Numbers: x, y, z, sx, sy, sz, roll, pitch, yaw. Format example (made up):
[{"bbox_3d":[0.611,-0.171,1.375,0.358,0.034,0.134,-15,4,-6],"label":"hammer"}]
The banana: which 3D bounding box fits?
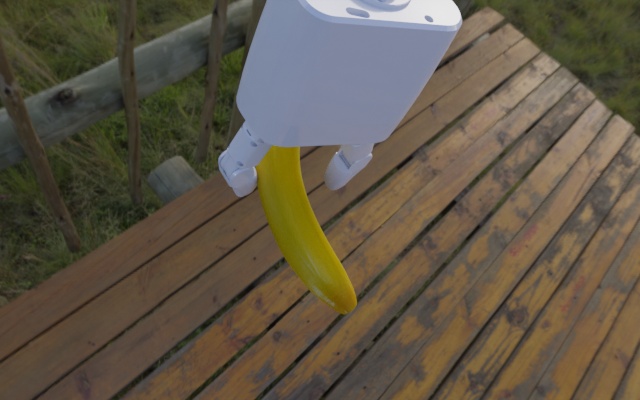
[{"bbox_3d":[-0.018,-0.003,0.395,0.069,0.197,0.037,3,-32,-24],"label":"banana"}]
